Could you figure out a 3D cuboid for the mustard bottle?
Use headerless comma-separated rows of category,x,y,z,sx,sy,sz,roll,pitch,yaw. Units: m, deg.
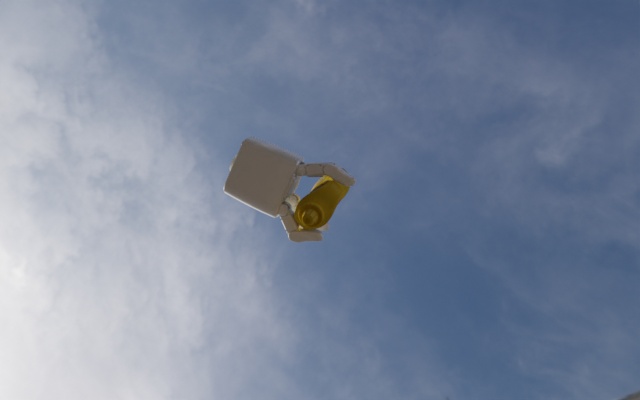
mustard bottle,0.000,0.003,0.835,0.096,0.058,0.191,-42,4,21
